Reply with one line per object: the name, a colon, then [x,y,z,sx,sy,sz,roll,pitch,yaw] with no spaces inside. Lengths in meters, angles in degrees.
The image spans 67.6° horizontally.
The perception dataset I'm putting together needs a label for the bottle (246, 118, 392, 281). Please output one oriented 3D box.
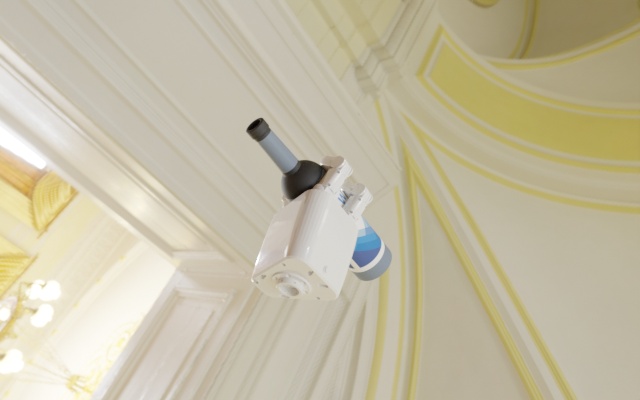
bottle: [0.000,0.002,0.666,0.069,0.069,0.296,0,-41,47]
